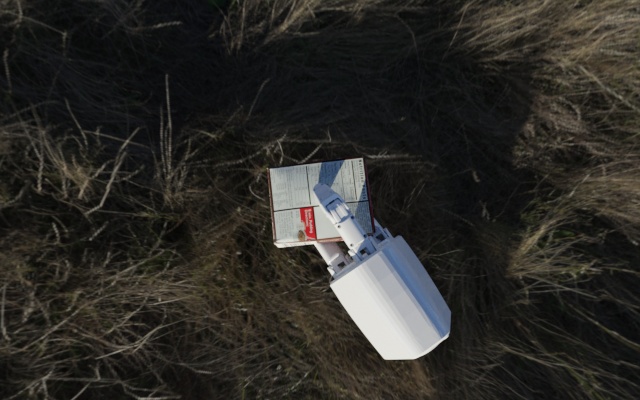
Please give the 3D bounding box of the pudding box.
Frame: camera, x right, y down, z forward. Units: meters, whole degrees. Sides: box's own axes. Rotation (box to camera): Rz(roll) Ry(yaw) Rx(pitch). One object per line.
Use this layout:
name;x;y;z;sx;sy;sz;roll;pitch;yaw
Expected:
pudding box;0.000;0.002;0.537;0.113;0.090;0.039;-6;-9;0
